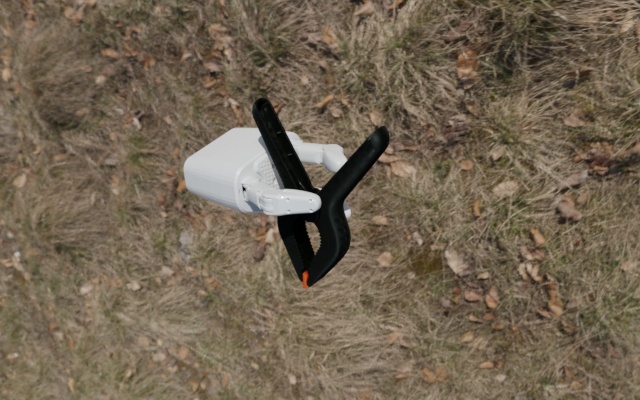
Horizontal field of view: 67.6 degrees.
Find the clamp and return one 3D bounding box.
[{"bbox_3d":[-0.001,0.002,0.502,0.164,0.210,0.036,13,27,38],"label":"clamp"}]
